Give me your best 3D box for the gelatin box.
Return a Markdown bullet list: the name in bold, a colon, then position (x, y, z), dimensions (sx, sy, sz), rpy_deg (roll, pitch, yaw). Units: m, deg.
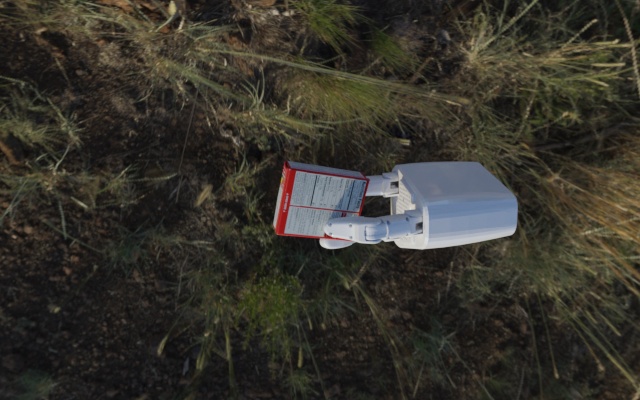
- **gelatin box**: position (0.000, 0.002, 0.503), dimensions (0.089, 0.073, 0.030), rpy_deg (6, 20, -17)
